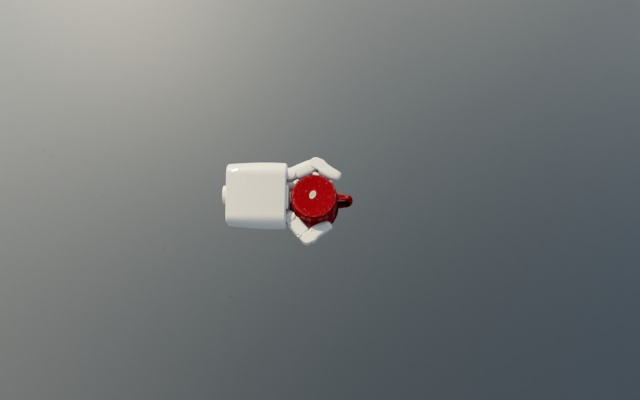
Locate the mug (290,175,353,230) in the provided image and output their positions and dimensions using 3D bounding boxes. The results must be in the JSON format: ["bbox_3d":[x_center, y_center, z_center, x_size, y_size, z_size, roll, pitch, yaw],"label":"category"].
[{"bbox_3d":[0.002,0.003,0.868,0.117,0.093,0.081,0,-16,-1],"label":"mug"}]
